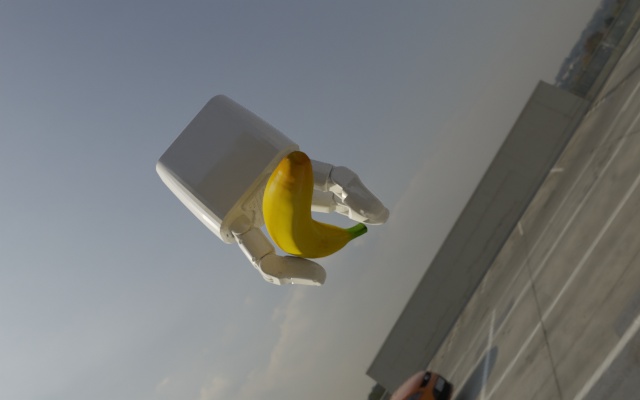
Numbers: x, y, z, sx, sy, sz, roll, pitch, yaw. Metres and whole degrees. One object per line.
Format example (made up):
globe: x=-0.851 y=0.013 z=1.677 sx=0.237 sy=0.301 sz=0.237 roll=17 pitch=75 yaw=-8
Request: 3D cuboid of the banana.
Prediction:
banana: x=-0.012 y=0.016 z=0.405 sx=0.037 sy=0.069 sz=0.198 roll=45 pitch=0 yaw=23
